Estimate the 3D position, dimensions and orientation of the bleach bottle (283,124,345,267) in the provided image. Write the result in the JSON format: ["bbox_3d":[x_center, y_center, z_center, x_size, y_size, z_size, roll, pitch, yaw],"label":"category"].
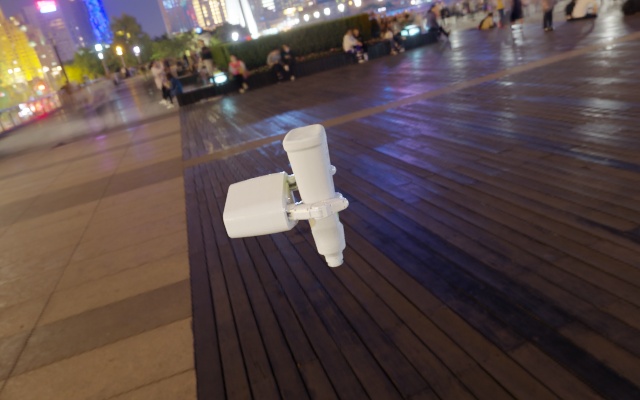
[{"bbox_3d":[0.000,0.003,0.821,0.068,0.251,0.102,-11,21,7],"label":"bleach bottle"}]
